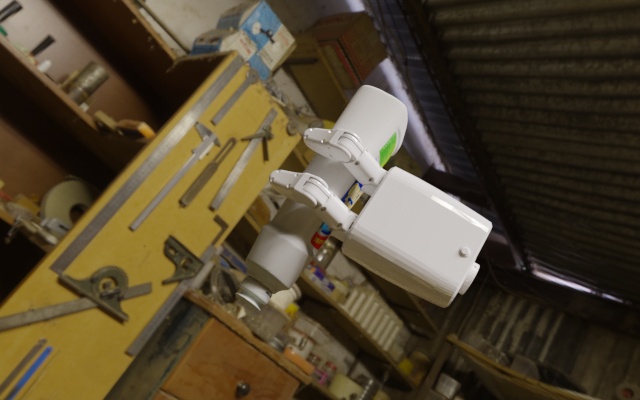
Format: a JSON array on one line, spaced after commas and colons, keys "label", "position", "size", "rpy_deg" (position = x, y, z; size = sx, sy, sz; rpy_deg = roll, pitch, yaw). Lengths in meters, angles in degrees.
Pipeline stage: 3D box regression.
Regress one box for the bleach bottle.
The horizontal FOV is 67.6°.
[{"label": "bleach bottle", "position": [0.000, 0.002, 0.491], "size": [0.068, 0.250, 0.103], "rpy_deg": [30, -21, 12]}]
